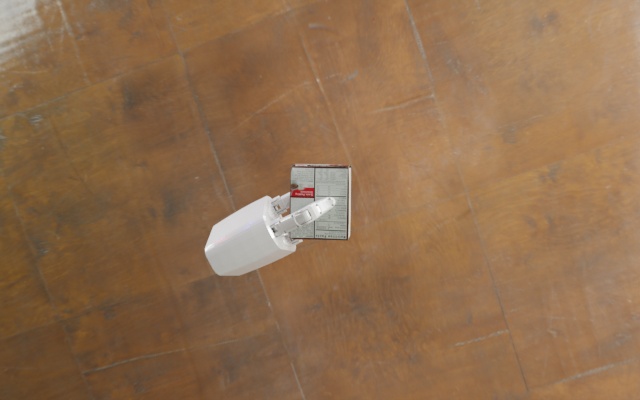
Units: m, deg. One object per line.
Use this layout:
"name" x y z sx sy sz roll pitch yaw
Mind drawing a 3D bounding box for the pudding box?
"pudding box" 0.000 0.002 0.714 0.090 0.113 0.039 2 8 6
